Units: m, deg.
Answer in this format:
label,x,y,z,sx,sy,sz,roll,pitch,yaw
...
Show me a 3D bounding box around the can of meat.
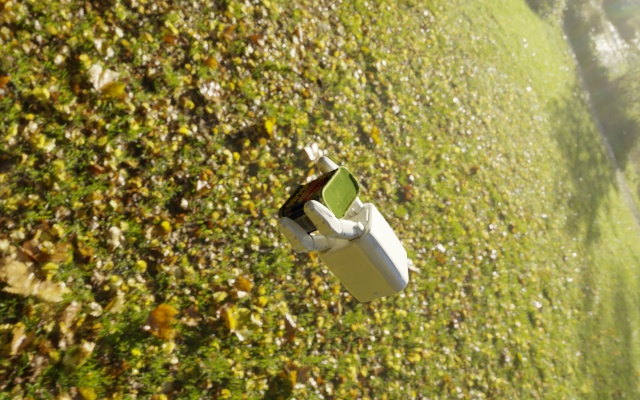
label,x,y,z,sx,sy,sz,roll,pitch,yaw
can of meat,0.000,0.002,0.687,0.084,0.057,0.102,-25,18,37
